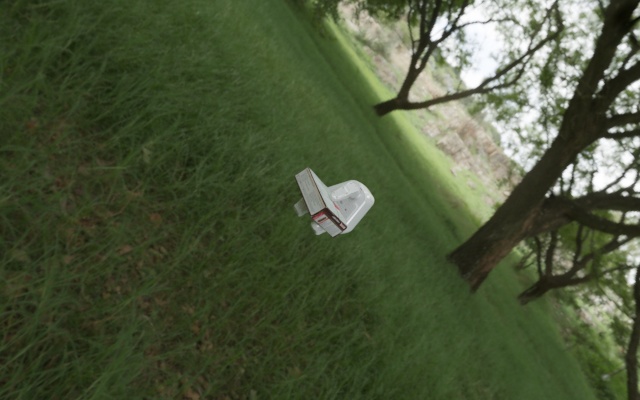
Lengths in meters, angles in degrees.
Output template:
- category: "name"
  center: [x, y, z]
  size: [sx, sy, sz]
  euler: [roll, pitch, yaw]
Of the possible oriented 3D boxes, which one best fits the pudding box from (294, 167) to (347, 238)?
- category: "pudding box"
  center: [0.000, 0.003, 0.899]
  size: [0.039, 0.113, 0.090]
  euler: [-35, -41, 10]
